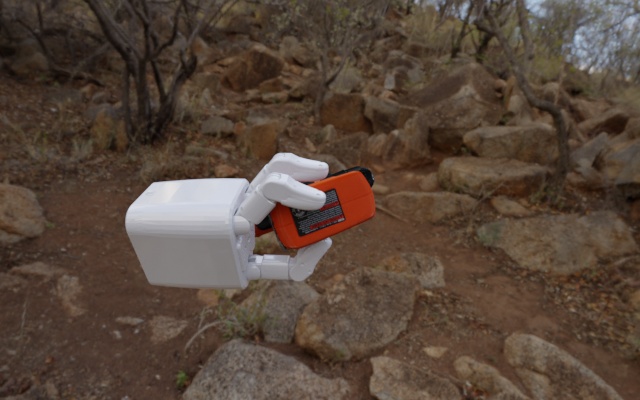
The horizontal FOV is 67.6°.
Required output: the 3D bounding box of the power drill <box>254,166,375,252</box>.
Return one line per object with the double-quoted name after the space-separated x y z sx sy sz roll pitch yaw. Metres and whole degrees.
0.000 0.002 0.563 0.184 0.057 0.187 -22 5 -10 "power drill"
